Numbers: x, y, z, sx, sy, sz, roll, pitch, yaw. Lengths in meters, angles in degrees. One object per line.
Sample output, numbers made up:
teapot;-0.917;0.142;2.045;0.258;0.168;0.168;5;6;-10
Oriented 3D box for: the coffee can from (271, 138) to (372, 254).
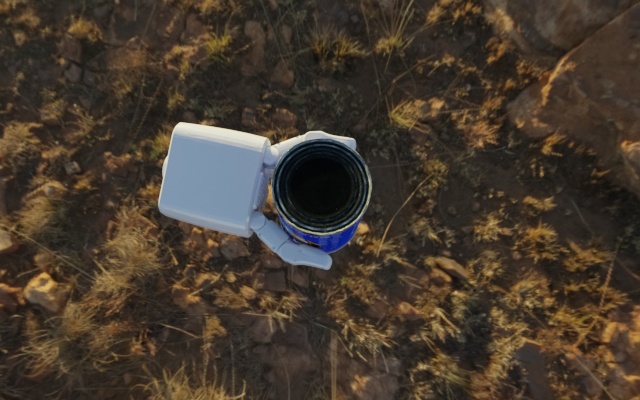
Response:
coffee can;0.000;0.002;0.546;0.103;0.102;0.140;0;-14;-1
